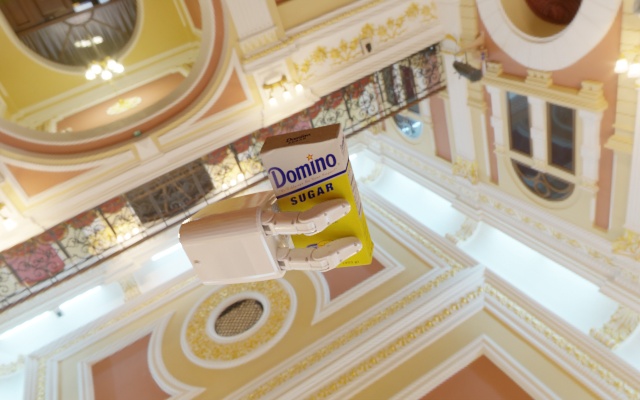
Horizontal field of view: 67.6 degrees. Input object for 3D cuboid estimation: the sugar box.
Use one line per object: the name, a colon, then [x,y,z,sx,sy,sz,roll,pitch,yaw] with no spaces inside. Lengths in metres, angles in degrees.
sugar box: [0.000,0.002,0.570,0.093,0.176,0.048,-9,33,16]
